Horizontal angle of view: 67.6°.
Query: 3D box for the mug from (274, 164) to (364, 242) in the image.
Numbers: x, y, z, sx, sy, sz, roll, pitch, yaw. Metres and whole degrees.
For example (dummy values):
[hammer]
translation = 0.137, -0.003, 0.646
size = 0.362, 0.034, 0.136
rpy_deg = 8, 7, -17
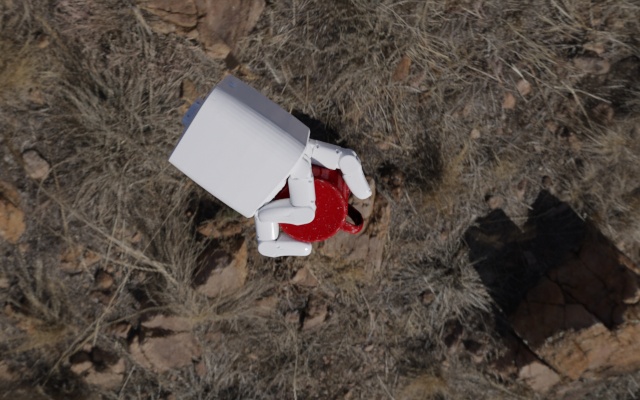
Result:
[mug]
translation = 0.001, 0.003, 0.554
size = 0.117, 0.093, 0.081
rpy_deg = 34, 22, -13
